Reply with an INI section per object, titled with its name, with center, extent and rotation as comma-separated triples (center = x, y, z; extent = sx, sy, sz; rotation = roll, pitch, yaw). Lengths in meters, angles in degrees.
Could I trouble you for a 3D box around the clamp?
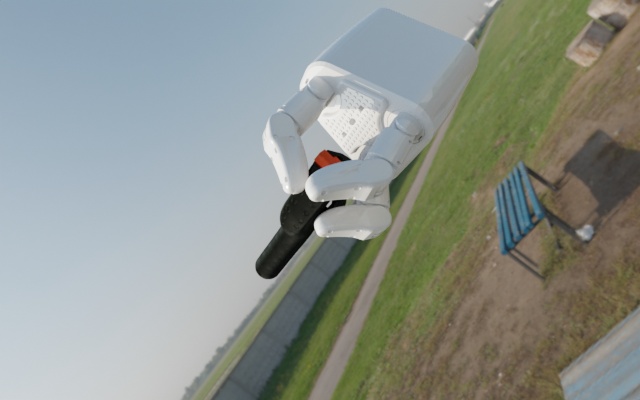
[clamp]
center = 0.000, 0.001, 0.419
extent = 0.039, 0.120, 0.171
rotation = 39, -32, 2
